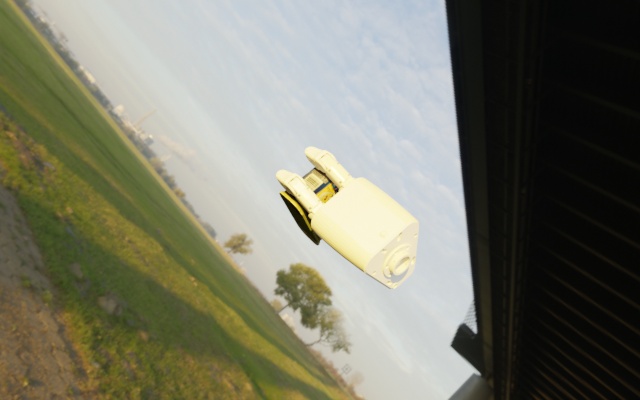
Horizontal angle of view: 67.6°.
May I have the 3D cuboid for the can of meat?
[{"bbox_3d":[0.000,0.002,0.699,0.084,0.102,0.057,-39,46,-12],"label":"can of meat"}]
